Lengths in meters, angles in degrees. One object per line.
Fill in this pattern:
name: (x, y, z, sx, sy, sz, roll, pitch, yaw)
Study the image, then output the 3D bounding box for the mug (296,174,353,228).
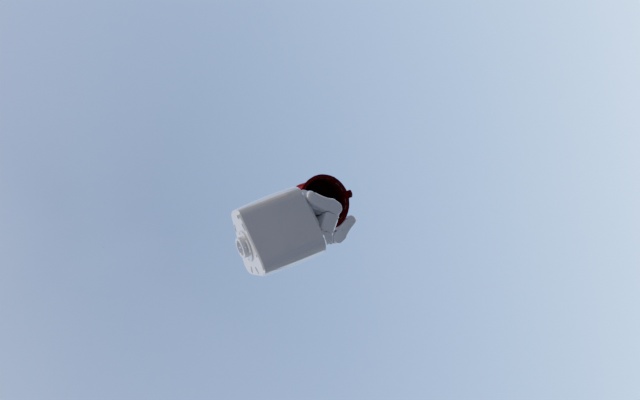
mug: (0.001, 0.002, 0.826, 0.117, 0.093, 0.081, -20, 3, -27)
